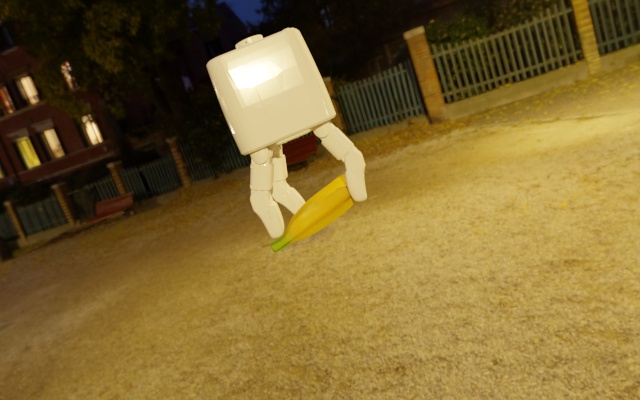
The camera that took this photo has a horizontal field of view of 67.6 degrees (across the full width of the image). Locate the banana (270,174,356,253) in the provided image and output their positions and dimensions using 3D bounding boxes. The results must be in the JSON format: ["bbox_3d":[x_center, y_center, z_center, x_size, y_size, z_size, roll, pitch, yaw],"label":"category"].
[{"bbox_3d":[0.013,-0.002,0.581,0.069,0.037,0.197,-20,11,37],"label":"banana"}]
